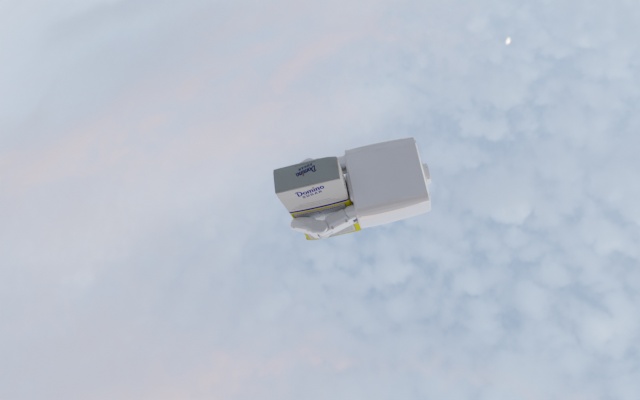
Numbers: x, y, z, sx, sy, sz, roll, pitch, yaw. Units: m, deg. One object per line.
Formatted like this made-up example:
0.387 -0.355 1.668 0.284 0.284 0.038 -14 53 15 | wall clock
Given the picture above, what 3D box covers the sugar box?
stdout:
0.000 0.002 0.715 0.093 0.048 0.176 -12 -31 8 | sugar box
